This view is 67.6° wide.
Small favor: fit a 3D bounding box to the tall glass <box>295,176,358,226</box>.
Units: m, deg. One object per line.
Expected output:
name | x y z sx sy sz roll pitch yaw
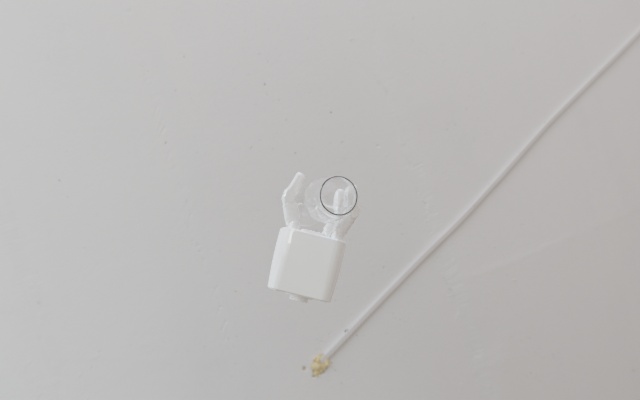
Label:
tall glass | 0.000 0.003 0.827 0.079 0.079 0.201 0 -6 -17
